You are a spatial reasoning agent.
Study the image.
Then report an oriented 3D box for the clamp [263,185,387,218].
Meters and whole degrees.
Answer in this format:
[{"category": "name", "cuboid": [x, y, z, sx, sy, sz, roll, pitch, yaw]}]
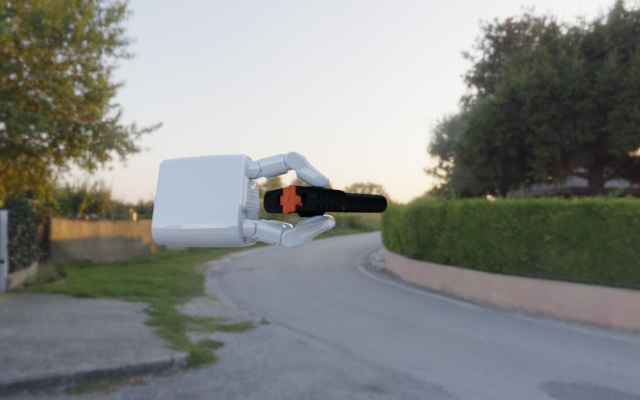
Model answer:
[{"category": "clamp", "cuboid": [0.000, 0.001, 0.565, 0.164, 0.036, 0.210, -1, -2, 5]}]
